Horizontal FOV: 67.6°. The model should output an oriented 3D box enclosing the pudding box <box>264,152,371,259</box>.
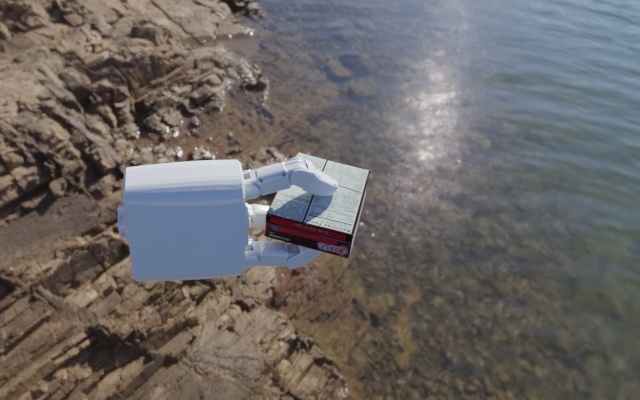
[{"bbox_3d":[0.000,0.002,0.508,0.090,0.039,0.113,15,44,5],"label":"pudding box"}]
